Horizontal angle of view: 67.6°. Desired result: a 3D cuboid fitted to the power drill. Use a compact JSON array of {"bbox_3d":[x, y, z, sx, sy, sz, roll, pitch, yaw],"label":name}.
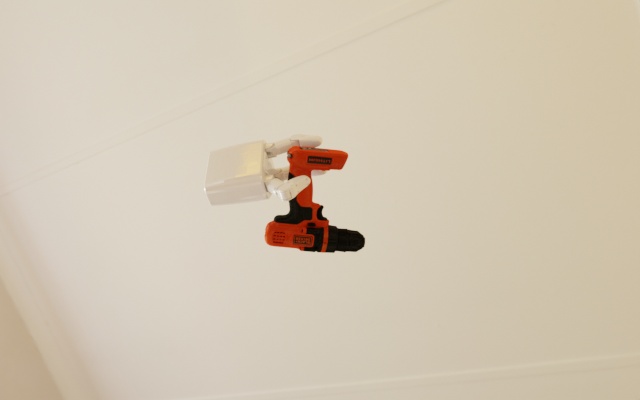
[{"bbox_3d":[0.000,0.002,0.850,0.184,0.188,0.057,5,12,-11],"label":"power drill"}]
